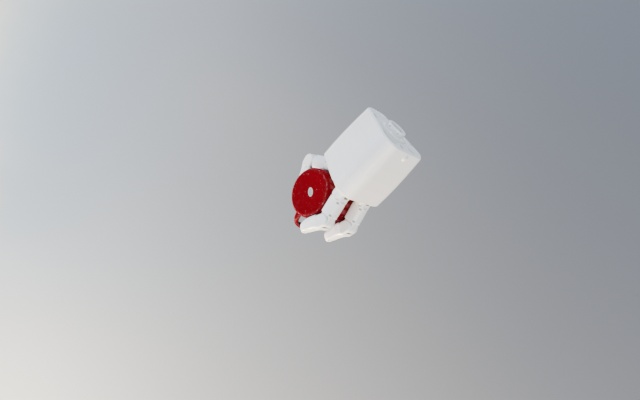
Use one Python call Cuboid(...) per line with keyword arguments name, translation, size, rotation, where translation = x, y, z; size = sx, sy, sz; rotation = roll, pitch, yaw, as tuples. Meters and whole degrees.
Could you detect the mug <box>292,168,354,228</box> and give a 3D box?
Cuboid(name="mug", translation=(-0.001, 0.003, 0.785), size=(0.081, 0.093, 0.117), rotation=(17, -57, -46))
